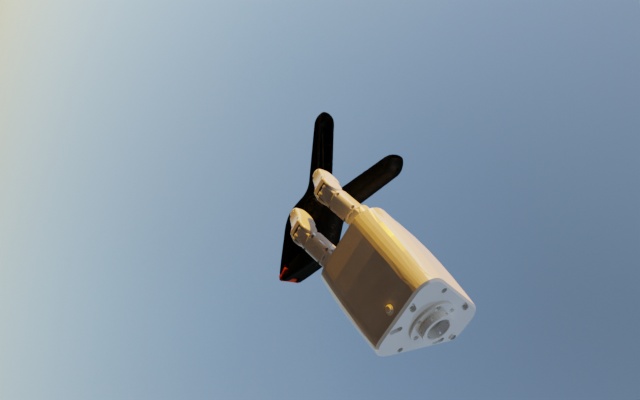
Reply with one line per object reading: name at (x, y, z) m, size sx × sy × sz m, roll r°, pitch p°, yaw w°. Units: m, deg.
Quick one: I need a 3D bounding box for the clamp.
clamp at (0.001, 0.003, 0.572) m, size 0.036 × 0.210 × 0.164 m, roll 15°, pitch 24°, yaw -35°
